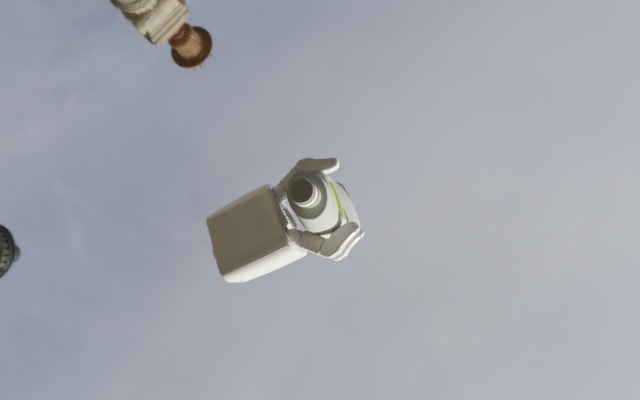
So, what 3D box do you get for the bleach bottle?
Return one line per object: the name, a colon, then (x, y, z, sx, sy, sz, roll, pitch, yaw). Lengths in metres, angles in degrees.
bleach bottle: (0.000, 0.002, 0.667, 0.068, 0.102, 0.251, -25, -14, 7)
